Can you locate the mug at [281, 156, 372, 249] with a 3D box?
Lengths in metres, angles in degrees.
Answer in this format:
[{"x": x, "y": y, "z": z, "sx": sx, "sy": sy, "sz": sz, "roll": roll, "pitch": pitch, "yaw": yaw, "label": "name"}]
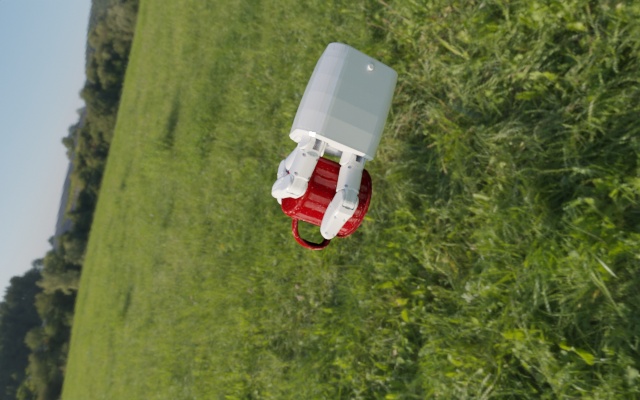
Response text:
[{"x": -0.001, "y": 0.003, "z": 0.587, "sx": 0.081, "sy": 0.117, "sz": 0.093, "roll": 19, "pitch": -2, "yaw": -25, "label": "mug"}]
